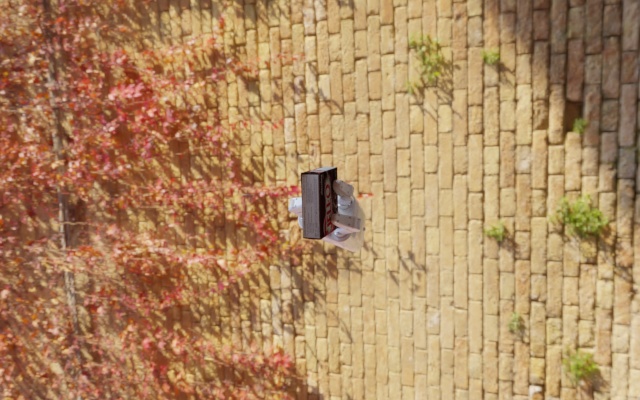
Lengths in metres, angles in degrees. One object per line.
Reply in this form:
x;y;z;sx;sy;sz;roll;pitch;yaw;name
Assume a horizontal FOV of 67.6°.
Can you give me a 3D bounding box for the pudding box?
0.000;0.003;0.809;0.039;0.113;0.090;0;10;20;pudding box
